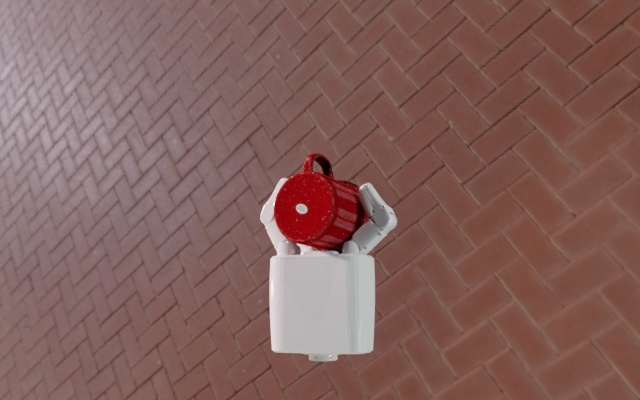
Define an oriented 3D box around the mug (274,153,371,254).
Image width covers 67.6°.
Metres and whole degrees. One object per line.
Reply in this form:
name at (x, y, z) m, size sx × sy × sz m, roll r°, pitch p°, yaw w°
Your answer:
mug at (0.000, 0.000, 0.551) m, size 0.093 × 0.117 × 0.081 m, roll -8°, pitch -14°, yaw 28°
